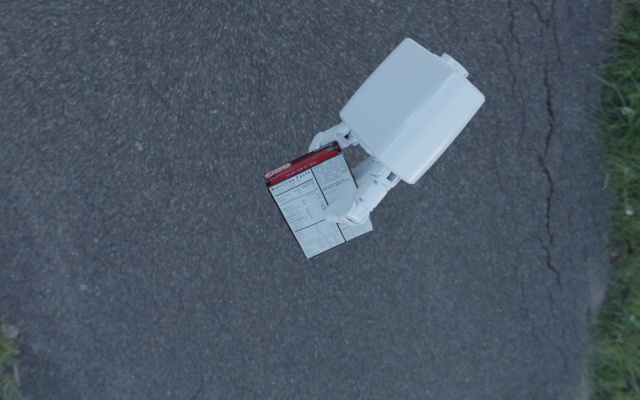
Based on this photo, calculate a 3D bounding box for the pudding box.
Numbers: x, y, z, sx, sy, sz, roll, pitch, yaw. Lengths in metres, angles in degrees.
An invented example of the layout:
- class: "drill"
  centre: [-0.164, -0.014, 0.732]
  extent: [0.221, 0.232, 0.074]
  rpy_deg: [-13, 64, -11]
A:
- class: "pudding box"
  centre: [0.000, 0.002, 0.532]
  extent: [0.090, 0.113, 0.039]
  rpy_deg: [-24, 30, 3]
